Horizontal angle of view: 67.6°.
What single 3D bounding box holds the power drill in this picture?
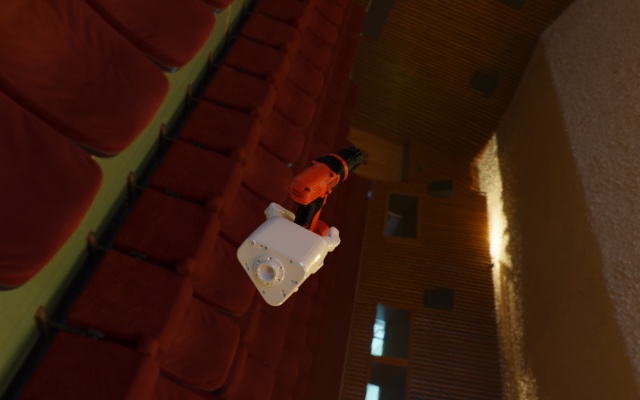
[{"bbox_3d":[0.000,0.003,0.848,0.057,0.188,0.184,32,40,24],"label":"power drill"}]
